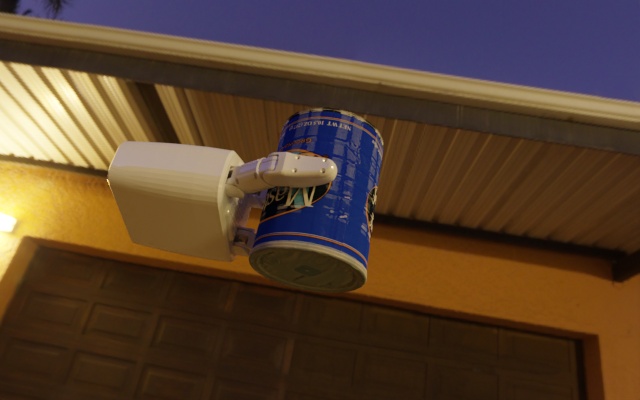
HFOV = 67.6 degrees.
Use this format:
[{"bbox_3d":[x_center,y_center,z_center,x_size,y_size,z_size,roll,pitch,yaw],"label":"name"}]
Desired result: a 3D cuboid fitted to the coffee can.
[{"bbox_3d":[0.000,0.002,0.441,0.103,0.140,0.103,9,-28,5],"label":"coffee can"}]
